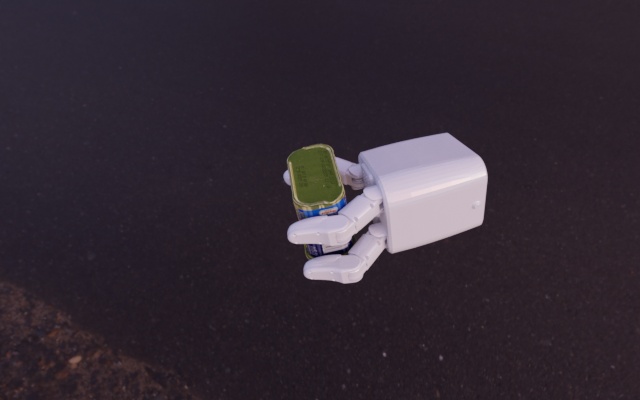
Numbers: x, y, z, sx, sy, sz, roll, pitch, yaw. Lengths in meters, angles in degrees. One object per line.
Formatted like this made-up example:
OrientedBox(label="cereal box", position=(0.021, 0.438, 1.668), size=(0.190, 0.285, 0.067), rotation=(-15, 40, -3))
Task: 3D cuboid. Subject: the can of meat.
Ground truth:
OrientedBox(label="can of meat", position=(0.000, 0.001, 0.512), size=(0.057, 0.084, 0.102), rotation=(-13, 43, -1))
